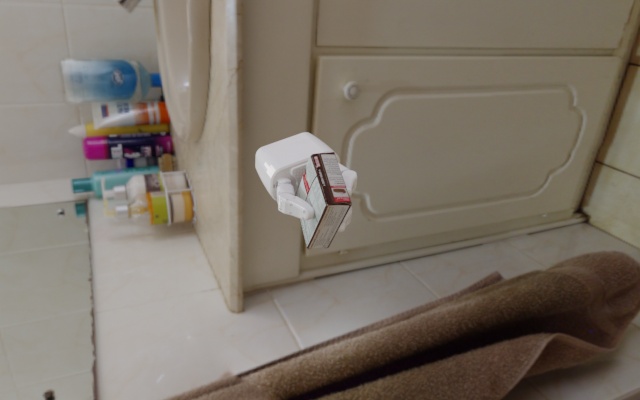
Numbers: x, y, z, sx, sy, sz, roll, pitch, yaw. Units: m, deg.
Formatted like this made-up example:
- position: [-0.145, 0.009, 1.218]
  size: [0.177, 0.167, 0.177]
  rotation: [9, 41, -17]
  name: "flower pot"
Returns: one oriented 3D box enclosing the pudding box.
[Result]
- position: [0.000, 0.002, 0.665]
  size: [0.039, 0.090, 0.114]
  rotation: [-5, -34, -20]
  name: "pudding box"
